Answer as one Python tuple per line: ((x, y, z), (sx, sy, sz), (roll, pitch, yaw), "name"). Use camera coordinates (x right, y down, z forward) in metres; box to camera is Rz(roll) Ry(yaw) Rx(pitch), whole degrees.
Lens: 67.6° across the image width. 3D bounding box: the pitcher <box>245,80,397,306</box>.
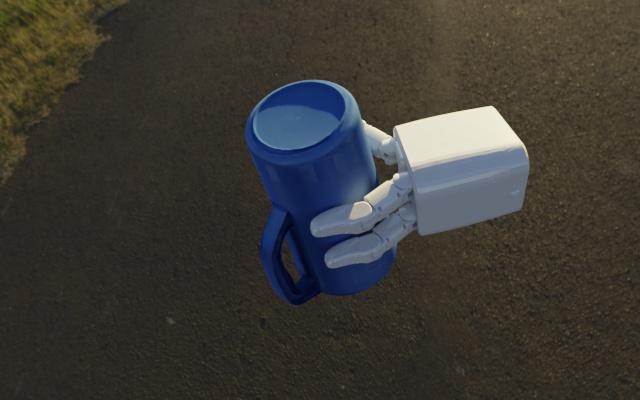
((0.000, 0.002, 0.518), (0.145, 0.149, 0.243), (-12, -38, 7), "pitcher")
